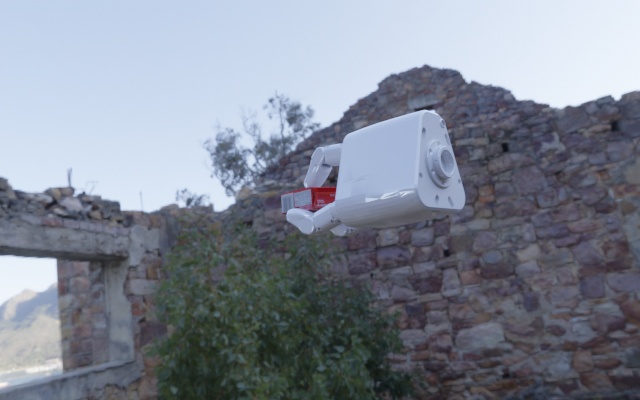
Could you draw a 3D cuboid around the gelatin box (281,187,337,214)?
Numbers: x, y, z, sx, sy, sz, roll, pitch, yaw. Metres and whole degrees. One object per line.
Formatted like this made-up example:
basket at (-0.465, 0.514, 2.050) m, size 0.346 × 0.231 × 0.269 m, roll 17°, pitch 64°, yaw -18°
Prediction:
gelatin box at (0.000, 0.002, 0.625) m, size 0.073 × 0.030 × 0.089 m, roll 1°, pitch -6°, yaw -31°
